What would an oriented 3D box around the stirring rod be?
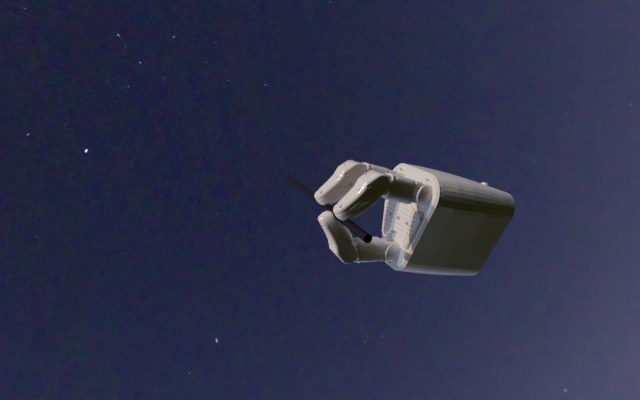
[{"bbox_3d":[0.000,0.002,0.517,0.011,0.011,0.239,0,15,-20],"label":"stirring rod"}]
